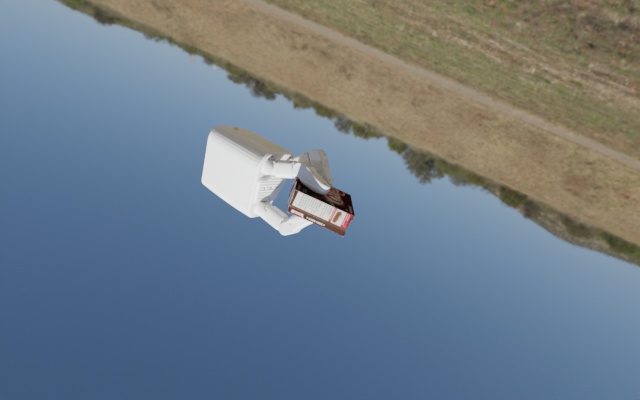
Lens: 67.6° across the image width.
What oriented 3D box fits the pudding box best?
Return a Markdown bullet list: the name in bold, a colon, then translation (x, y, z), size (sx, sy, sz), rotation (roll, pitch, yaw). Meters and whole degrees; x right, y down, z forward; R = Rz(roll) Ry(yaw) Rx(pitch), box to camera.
- **pudding box**: translation (0.000, 0.002, 0.690), size (0.090, 0.039, 0.113), rotation (23, 16, -6)
